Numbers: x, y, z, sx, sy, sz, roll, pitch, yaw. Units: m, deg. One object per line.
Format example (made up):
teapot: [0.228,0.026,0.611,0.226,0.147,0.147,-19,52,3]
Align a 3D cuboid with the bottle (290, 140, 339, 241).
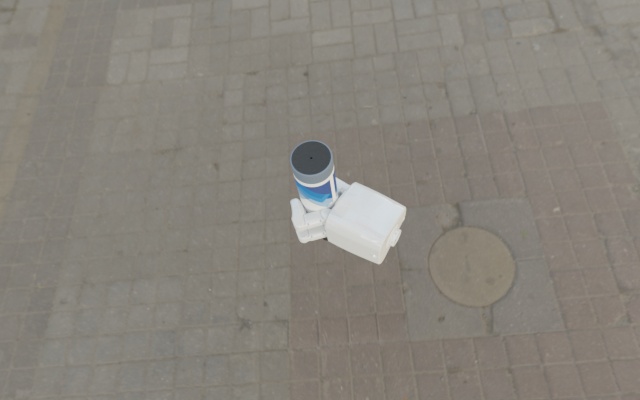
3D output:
bottle: [0.000,0.003,0.865,0.069,0.069,0.296,0,-28,6]
